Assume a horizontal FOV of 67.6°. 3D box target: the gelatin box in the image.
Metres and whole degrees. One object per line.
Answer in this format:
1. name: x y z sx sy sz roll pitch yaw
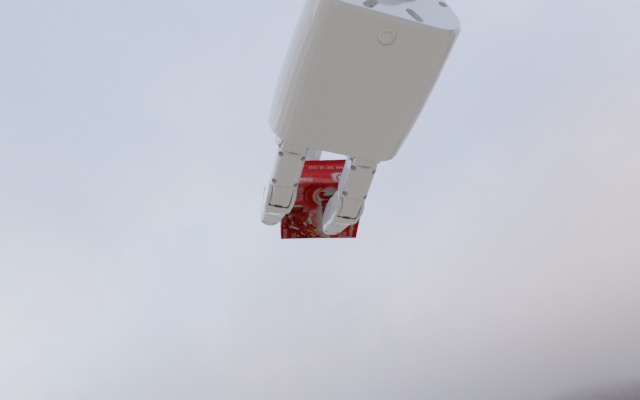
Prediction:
1. gelatin box: 0.000 0.001 0.428 0.073 0.030 0.089 -1 -35 -5
